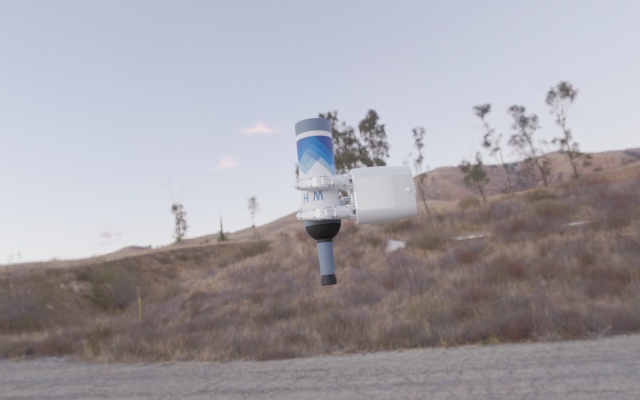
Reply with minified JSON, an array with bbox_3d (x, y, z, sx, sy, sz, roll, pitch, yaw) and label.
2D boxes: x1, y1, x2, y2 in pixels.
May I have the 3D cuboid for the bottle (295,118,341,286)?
[{"bbox_3d":[0.000,0.003,0.856,0.069,0.295,0.069,-6,-10,-1],"label":"bottle"}]
